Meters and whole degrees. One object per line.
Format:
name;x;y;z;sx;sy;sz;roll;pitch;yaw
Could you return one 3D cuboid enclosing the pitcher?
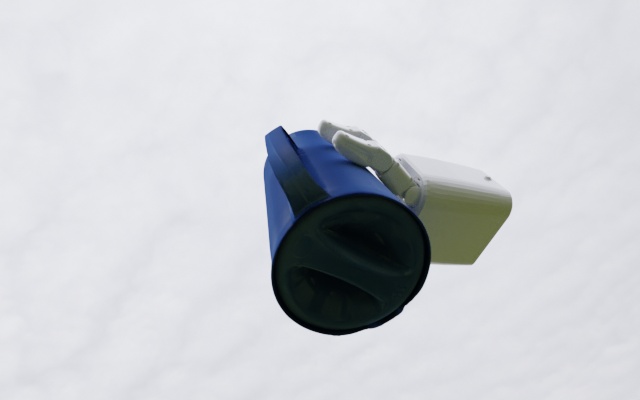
pitcher;0.000;0.002;0.481;0.145;0.149;0.242;8;22;-16
